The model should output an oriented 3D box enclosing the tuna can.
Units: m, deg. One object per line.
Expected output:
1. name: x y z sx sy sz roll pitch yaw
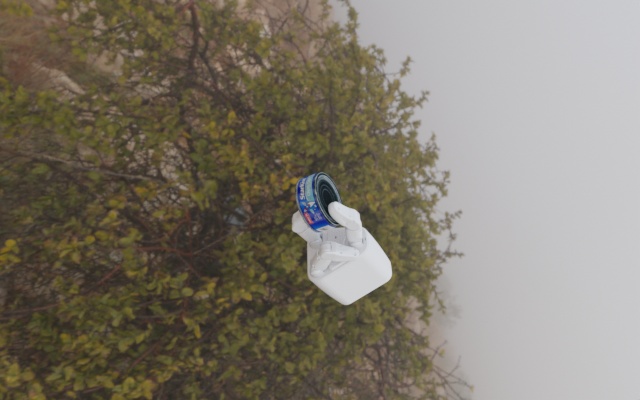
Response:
1. tuna can: 0.001 0.002 0.707 0.034 0.086 0.086 -20 -9 25
